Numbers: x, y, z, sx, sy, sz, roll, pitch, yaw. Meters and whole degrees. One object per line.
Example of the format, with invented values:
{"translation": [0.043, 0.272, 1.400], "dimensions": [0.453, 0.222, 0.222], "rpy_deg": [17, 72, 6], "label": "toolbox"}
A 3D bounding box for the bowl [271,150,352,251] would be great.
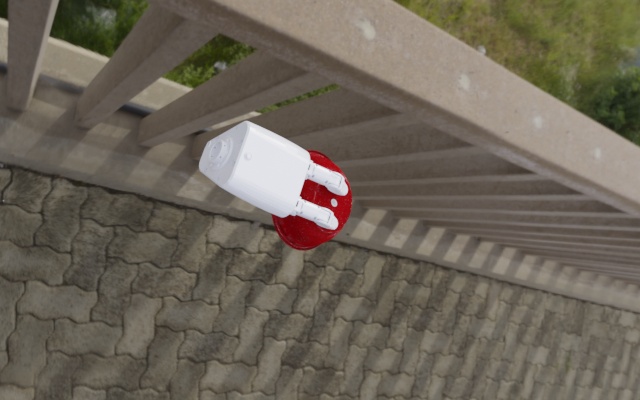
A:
{"translation": [0.001, 0.003, 0.746], "dimensions": [0.055, 0.162, 0.162], "rpy_deg": [7, 5, 42], "label": "bowl"}
